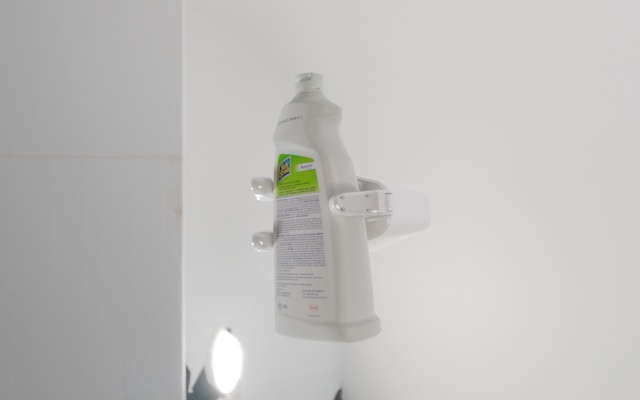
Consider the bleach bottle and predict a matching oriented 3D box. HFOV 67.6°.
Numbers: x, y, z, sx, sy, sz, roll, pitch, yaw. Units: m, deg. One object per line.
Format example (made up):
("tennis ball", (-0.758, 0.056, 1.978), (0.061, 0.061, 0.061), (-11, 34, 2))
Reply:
("bleach bottle", (0.000, 0.002, 0.458), (0.102, 0.251, 0.068), (-6, -6, 38))
